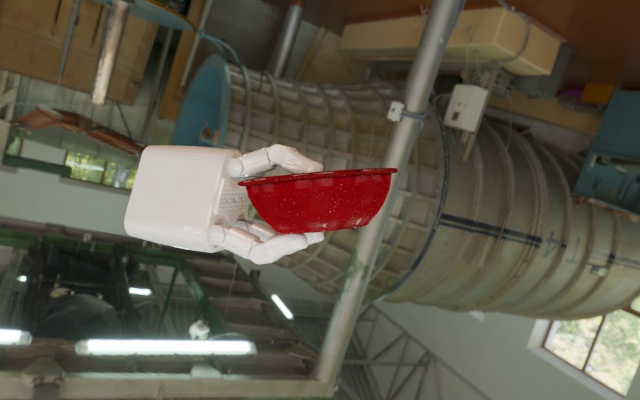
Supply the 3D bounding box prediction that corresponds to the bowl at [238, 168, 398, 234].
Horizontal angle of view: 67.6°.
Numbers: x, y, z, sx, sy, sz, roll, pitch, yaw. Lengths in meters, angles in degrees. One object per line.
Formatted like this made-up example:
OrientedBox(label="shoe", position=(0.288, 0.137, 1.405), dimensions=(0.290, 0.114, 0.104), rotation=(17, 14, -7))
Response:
OrientedBox(label="bowl", position=(0.001, 0.002, 0.483), dimensions=(0.162, 0.055, 0.162), rotation=(-5, 0, 0))
